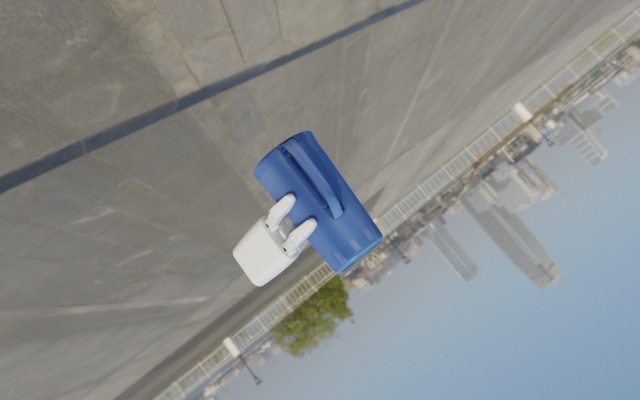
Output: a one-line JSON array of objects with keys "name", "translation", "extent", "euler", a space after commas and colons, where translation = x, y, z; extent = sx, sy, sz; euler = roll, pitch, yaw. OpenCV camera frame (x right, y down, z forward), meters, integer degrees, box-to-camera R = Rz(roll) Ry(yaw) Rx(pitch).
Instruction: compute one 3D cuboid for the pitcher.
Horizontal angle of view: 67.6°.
[{"name": "pitcher", "translation": [0.000, 0.003, 0.846], "extent": [0.145, 0.243, 0.149], "euler": [-43, -10, 31]}]
